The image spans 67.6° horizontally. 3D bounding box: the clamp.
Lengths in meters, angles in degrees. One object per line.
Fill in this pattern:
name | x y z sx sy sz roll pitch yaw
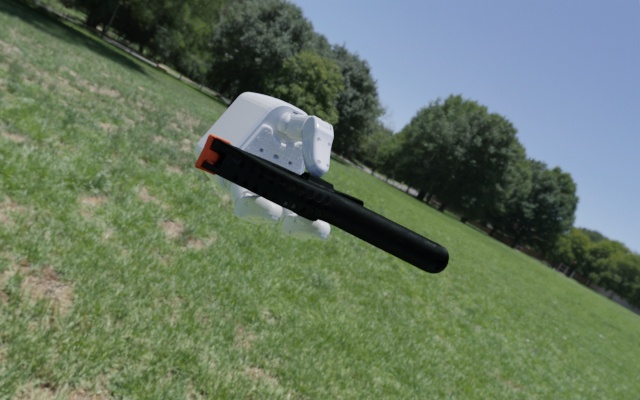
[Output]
clamp | 0.000 0.000 0.404 0.210 0.036 0.164 23 4 -34
